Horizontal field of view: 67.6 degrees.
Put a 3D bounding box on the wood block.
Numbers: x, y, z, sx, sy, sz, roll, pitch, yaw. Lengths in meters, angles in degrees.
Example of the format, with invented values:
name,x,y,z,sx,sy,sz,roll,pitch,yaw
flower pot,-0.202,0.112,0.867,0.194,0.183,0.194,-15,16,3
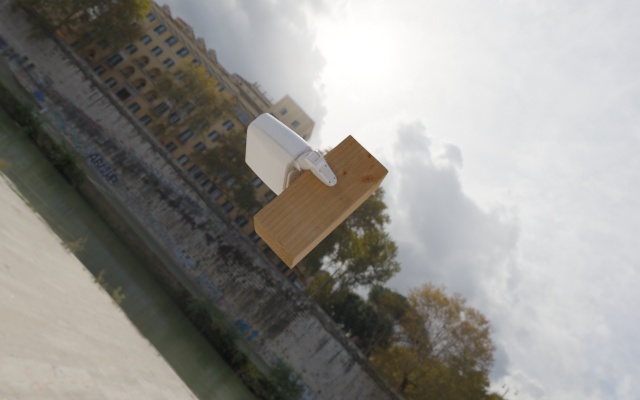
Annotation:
name,x,y,z,sx,sy,sz,roll,pitch,yaw
wood block,0.000,0.002,0.768,0.206,0.090,0.091,-42,-10,-16
